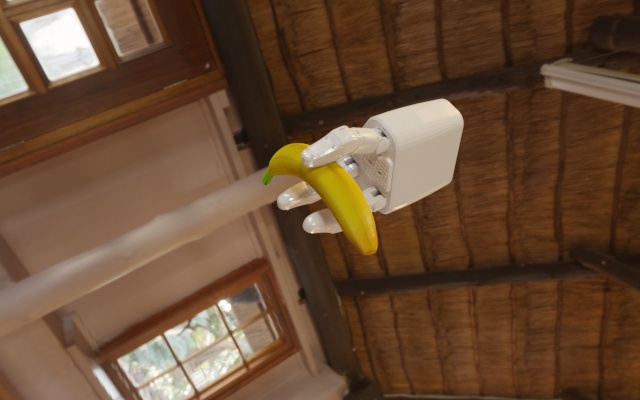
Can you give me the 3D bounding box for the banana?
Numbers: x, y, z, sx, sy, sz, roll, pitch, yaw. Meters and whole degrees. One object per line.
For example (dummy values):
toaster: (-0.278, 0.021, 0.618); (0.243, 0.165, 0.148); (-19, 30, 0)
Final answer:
banana: (-0.001, -0.016, 0.504); (0.037, 0.070, 0.197); (-14, 31, -32)
